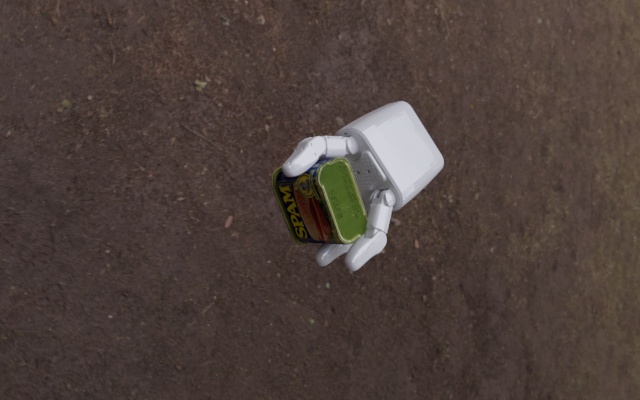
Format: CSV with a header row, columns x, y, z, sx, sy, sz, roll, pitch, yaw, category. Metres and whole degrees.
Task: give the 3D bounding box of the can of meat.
x,y,z,sx,sy,sz,roll,pitch,yaw,category
0.000,0.002,0.553,0.057,0.102,0.084,-31,18,-38,can of meat
